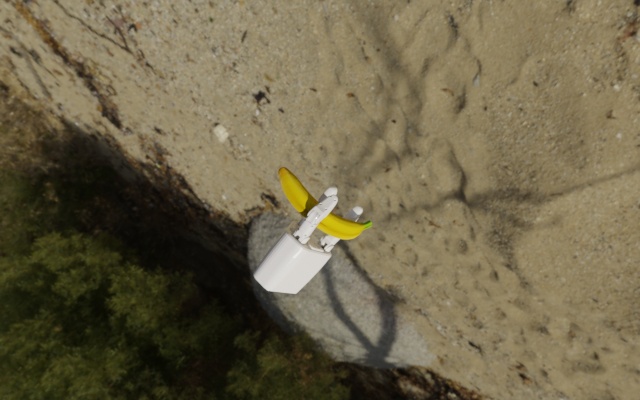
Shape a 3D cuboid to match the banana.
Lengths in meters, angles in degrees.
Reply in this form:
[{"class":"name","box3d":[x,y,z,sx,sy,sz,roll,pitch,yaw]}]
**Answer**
[{"class":"banana","box3d":[-0.003,0.015,0.852,0.198,0.037,0.069,34,38,-4]}]
